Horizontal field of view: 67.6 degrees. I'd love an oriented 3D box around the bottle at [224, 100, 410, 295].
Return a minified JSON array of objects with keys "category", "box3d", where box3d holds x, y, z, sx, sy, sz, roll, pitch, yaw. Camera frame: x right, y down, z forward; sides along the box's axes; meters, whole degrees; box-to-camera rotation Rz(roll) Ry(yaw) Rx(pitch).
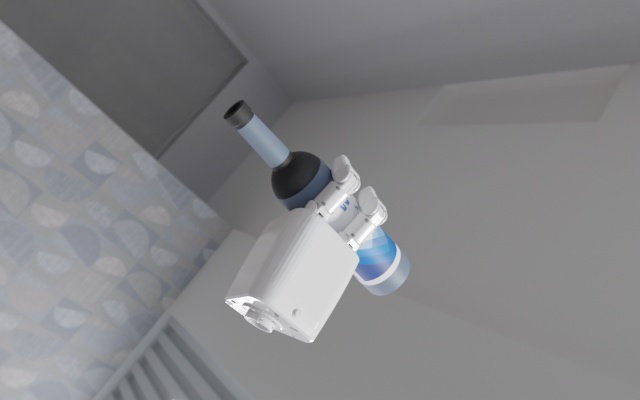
[{"category":"bottle","box3d":[0.000,0.002,0.552,0.069,0.069,0.296,0,-40,51]}]
